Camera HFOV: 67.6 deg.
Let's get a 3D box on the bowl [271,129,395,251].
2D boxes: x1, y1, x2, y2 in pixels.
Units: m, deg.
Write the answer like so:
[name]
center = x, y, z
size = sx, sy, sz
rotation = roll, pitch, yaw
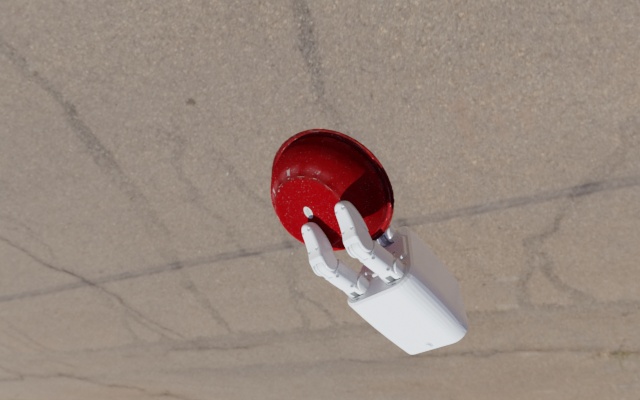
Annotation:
[bowl]
center = -0.001, 0.001, 0.553
size = 0.162, 0.162, 0.055
rotation = 0, 28, 30
